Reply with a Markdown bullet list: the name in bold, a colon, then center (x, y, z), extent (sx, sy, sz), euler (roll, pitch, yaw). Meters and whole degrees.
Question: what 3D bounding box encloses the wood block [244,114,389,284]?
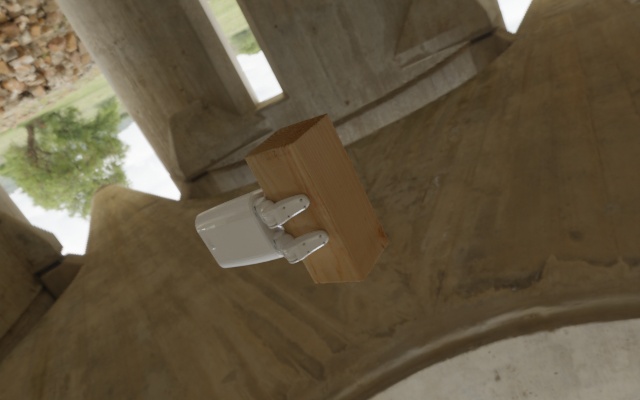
- **wood block**: center (0.000, 0.002, 0.644), extent (0.090, 0.206, 0.090), euler (-10, 26, 38)
